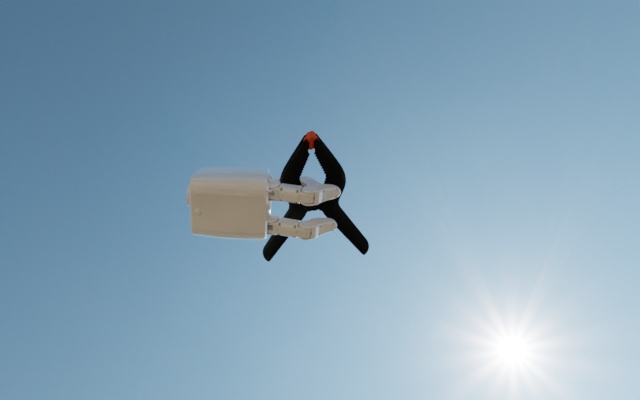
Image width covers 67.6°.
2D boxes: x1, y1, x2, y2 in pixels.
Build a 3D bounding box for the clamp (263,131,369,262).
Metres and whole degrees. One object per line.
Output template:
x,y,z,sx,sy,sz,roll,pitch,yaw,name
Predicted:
0.000,0.001,0.705,0.164,0.210,0.036,2,28,-7,clamp
